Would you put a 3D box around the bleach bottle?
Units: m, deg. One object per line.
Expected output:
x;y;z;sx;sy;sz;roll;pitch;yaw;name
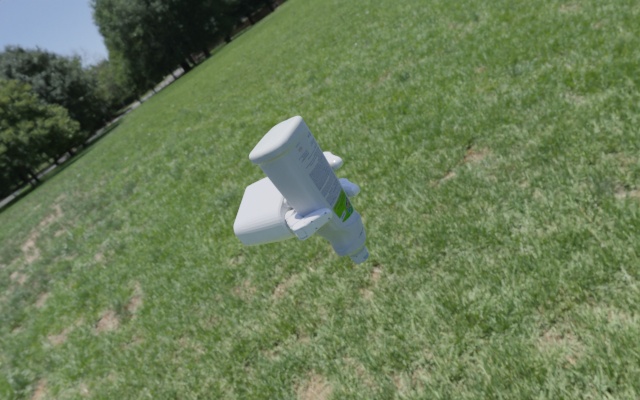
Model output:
0.000;0.002;0.722;0.068;0.251;0.102;-17;28;34;bleach bottle
